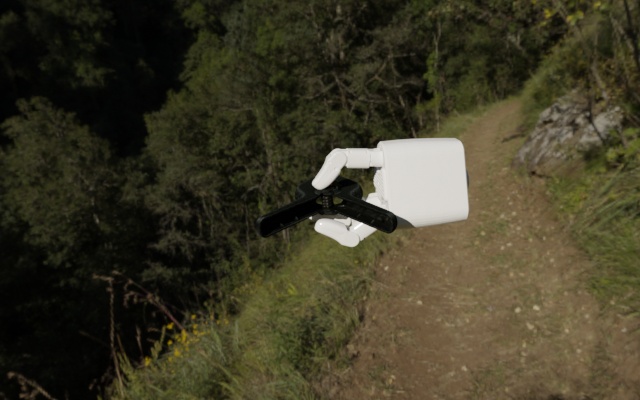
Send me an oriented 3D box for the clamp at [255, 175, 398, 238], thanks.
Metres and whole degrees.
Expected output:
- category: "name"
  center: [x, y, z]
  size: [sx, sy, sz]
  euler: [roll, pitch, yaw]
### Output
- category: "clamp"
  center: [0.000, 0.001, 0.634]
  size: [0.164, 0.036, 0.210]
  euler: [-3, 18, -3]
